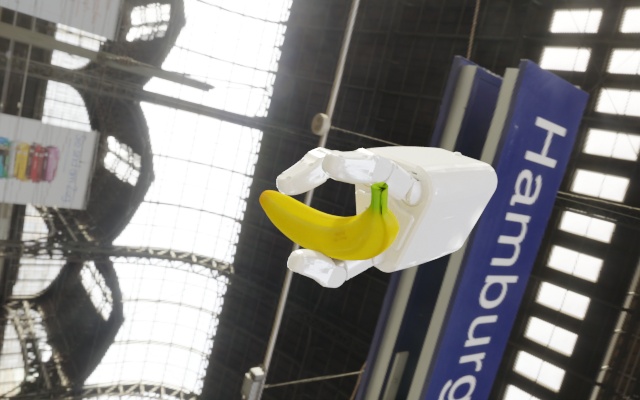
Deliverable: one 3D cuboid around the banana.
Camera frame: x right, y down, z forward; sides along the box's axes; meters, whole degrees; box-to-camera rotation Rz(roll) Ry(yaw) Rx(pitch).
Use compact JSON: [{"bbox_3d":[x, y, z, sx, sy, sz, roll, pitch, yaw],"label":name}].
[{"bbox_3d":[0.007,0.019,0.421,0.037,0.069,0.198,-22,10,-32],"label":"banana"}]
